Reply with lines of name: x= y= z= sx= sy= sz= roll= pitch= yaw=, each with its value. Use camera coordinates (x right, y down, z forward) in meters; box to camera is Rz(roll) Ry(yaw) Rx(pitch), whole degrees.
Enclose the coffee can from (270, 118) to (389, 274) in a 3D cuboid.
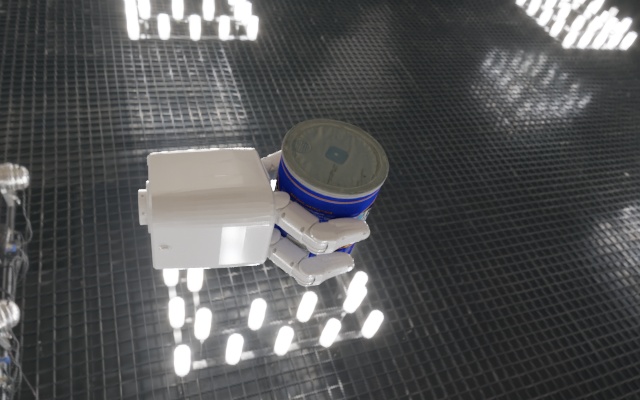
coffee can: x=0.000 y=0.001 z=0.496 sx=0.103 sy=0.102 sz=0.140 roll=0 pitch=-41 yaw=-17
